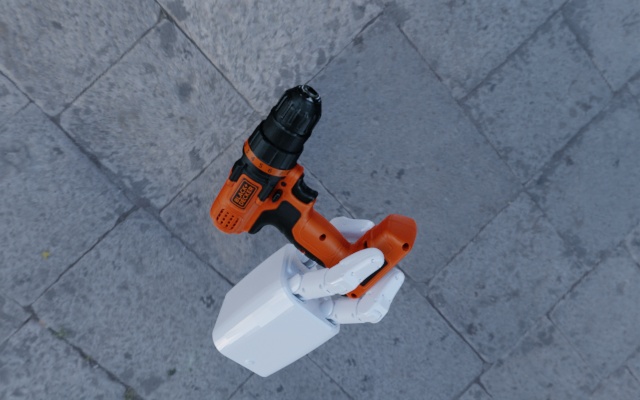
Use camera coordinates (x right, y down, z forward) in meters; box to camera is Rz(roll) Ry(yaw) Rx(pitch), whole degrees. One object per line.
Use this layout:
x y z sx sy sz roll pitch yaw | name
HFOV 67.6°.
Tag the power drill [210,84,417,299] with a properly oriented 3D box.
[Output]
0.000 0.002 0.475 0.187 0.184 0.057 35 35 -6 | power drill
